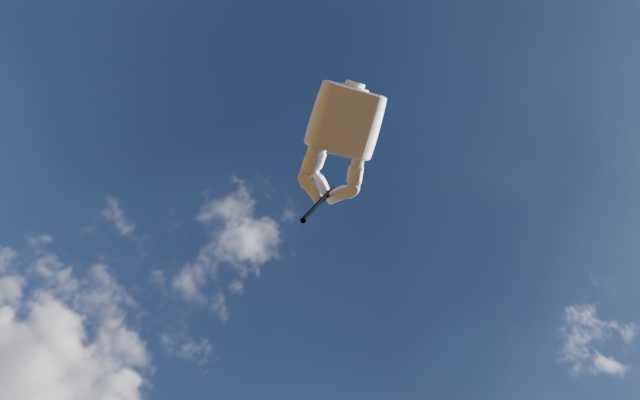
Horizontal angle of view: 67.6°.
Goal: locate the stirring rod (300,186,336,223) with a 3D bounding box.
[{"bbox_3d":[0.000,0.002,0.757,0.011,0.011,0.239,0,12,12],"label":"stirring rod"}]
